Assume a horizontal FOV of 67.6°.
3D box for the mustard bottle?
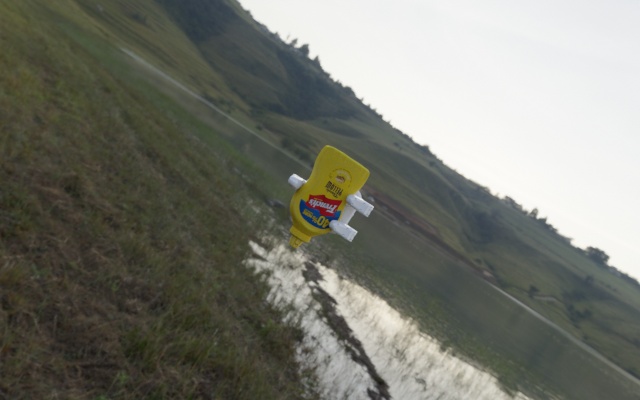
[{"bbox_3d":[0.000,0.003,0.868,0.096,0.191,0.058,32,3,-19],"label":"mustard bottle"}]
